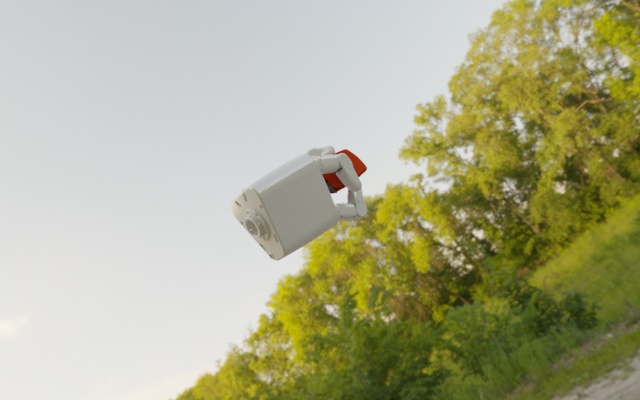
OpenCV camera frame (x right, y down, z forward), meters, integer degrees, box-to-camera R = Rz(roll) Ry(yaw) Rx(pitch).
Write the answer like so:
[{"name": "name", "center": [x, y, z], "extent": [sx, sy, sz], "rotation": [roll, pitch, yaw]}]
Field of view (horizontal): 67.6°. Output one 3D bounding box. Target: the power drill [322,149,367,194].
[{"name": "power drill", "center": [0.000, 0.002, 0.804], "extent": [0.057, 0.188, 0.184], "rotation": [41, 35, 10]}]
